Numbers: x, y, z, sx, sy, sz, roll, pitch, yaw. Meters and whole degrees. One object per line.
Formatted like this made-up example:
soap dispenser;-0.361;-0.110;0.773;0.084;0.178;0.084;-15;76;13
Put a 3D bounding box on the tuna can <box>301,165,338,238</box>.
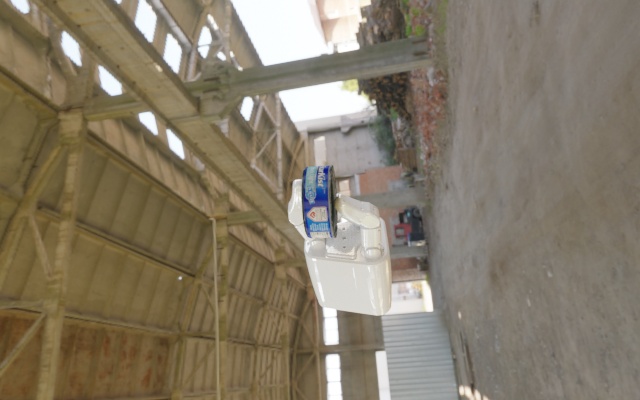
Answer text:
tuna can;0.000;0.002;0.560;0.034;0.086;0.086;-3;0;6
